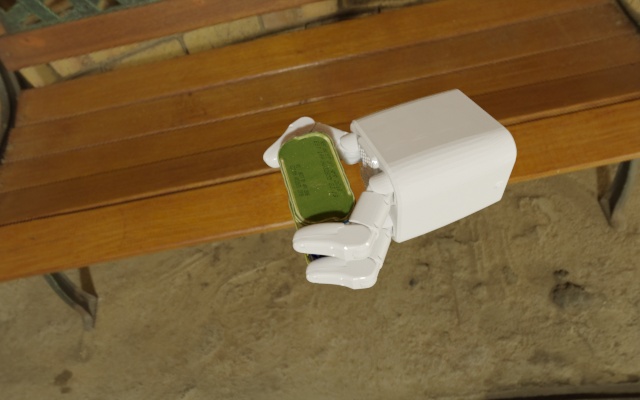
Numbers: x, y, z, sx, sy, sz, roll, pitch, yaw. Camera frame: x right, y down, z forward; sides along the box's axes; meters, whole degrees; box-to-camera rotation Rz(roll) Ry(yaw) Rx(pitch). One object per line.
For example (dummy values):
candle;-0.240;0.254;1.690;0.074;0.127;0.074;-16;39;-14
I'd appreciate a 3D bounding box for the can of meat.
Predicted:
can of meat;0.000;0.001;0.431;0.057;0.102;0.084;-17;-33;-3
